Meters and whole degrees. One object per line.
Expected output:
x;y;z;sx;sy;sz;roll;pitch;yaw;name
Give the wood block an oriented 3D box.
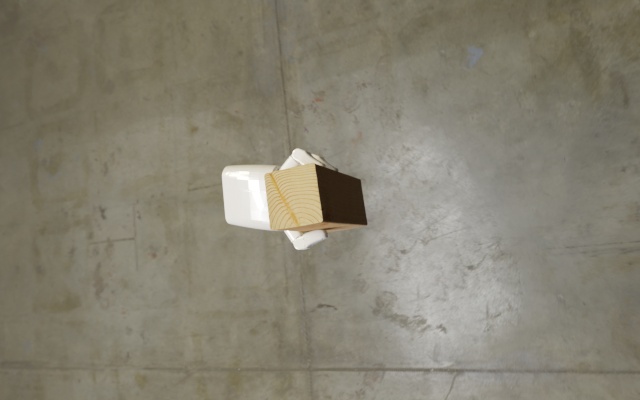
0.000;0.003;0.800;0.090;0.091;0.206;-11;-8;23;wood block
